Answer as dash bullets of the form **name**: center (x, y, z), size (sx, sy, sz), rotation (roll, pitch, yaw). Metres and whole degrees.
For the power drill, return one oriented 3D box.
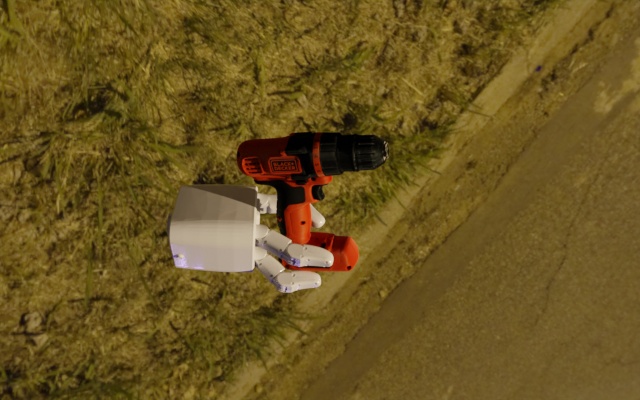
- **power drill**: center (0.000, 0.002, 0.601), size (0.184, 0.188, 0.057), rotation (0, 32, 18)
